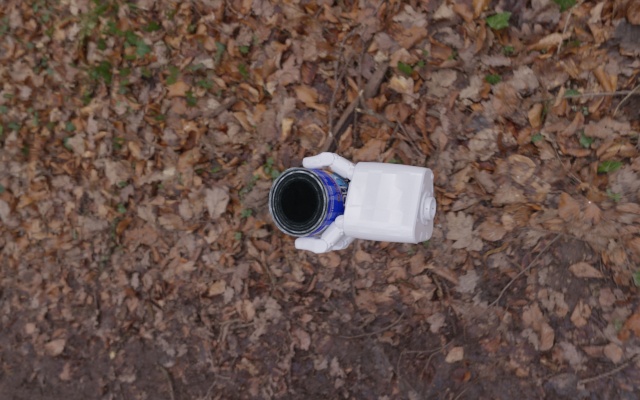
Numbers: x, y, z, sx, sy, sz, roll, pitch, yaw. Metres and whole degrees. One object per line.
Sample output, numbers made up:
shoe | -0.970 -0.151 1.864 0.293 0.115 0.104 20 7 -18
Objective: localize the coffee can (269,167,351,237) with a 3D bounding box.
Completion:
coffee can | 0.000 0.002 0.755 0.103 0.103 0.140 0 0 29
